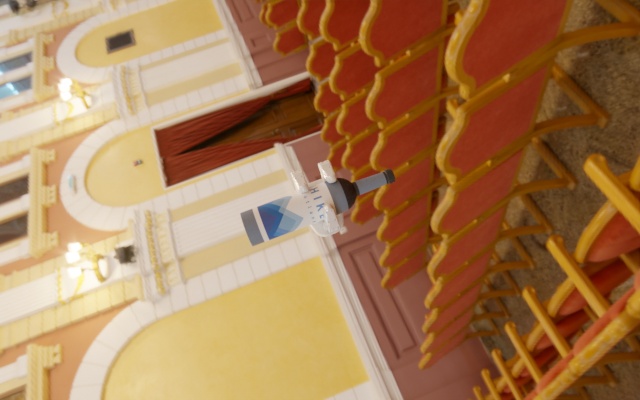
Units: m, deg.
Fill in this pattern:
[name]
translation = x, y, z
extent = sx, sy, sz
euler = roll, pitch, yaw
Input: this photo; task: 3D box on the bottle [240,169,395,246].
[bottle]
translation = 0.000, 0.003, 0.897
extent = 0.295, 0.069, 0.069
euler = -21, 2, -5
